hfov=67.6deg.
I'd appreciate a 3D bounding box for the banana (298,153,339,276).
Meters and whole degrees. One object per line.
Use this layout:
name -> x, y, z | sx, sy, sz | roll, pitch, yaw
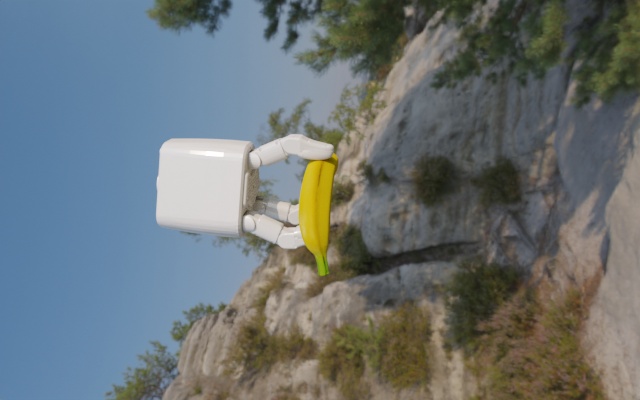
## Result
banana -> -0.001, -0.009, 0.565 | 0.037, 0.070, 0.197 | 1, 44, 7
